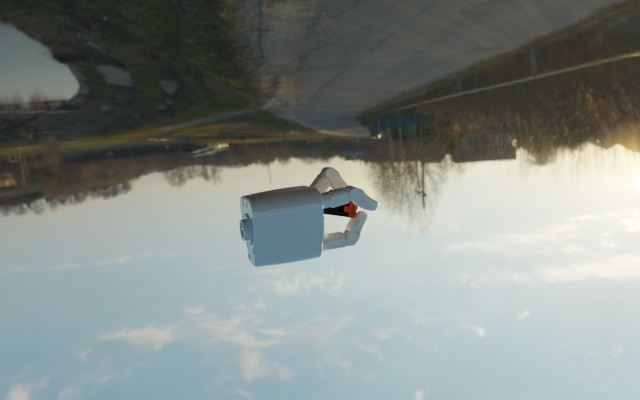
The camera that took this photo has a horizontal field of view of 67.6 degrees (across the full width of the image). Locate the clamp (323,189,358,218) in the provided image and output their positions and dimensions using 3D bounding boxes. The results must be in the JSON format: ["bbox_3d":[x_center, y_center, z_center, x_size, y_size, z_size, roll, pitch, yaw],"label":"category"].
[{"bbox_3d":[0.000,0.003,0.815,0.120,0.039,0.171,-8,8,-20],"label":"clamp"}]
